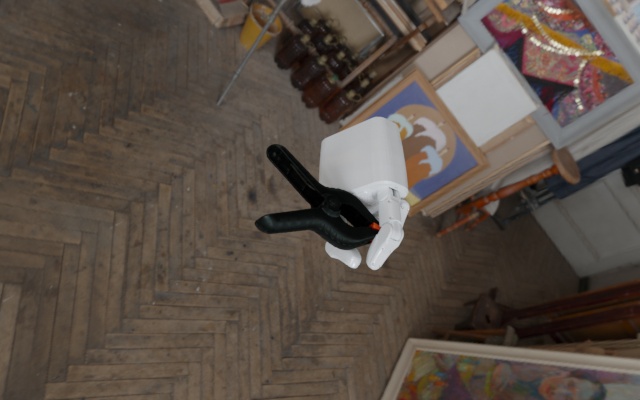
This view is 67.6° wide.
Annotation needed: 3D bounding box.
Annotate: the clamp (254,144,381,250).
[{"bbox_3d":[0.001,0.002,0.561,0.171,0.120,0.039,20,-35,-33],"label":"clamp"}]
